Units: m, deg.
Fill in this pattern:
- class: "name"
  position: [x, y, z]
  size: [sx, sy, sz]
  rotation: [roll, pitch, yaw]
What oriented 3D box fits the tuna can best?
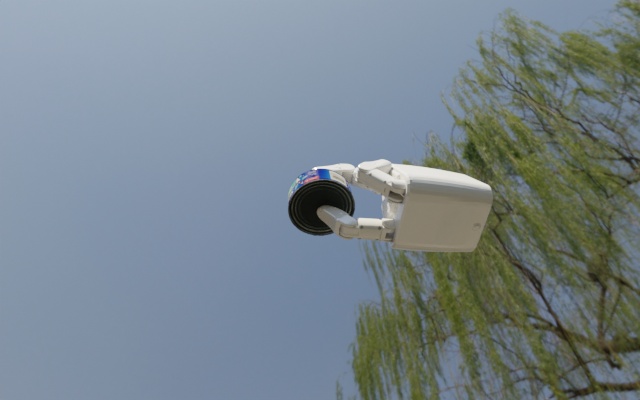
- class: "tuna can"
  position: [0.000, 0.002, 0.619]
  size: [0.086, 0.086, 0.033]
  rotation: [0, 33, -7]
